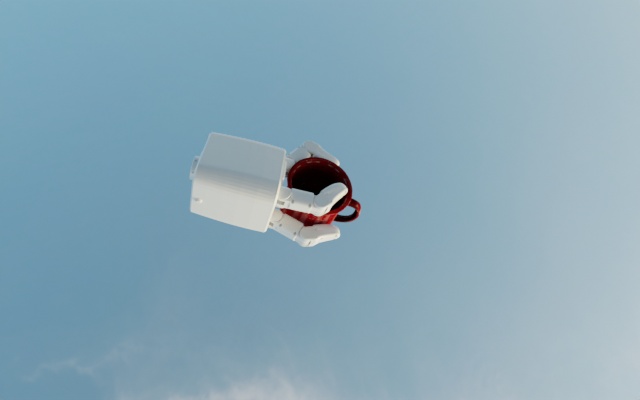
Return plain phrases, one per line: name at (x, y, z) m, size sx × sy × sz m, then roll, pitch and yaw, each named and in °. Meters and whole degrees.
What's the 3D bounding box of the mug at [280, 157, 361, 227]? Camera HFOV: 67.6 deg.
mug at (0.001, 0.003, 0.684) m, size 0.117 × 0.093 × 0.081 m, roll 17°, pitch -34°, yaw -9°
